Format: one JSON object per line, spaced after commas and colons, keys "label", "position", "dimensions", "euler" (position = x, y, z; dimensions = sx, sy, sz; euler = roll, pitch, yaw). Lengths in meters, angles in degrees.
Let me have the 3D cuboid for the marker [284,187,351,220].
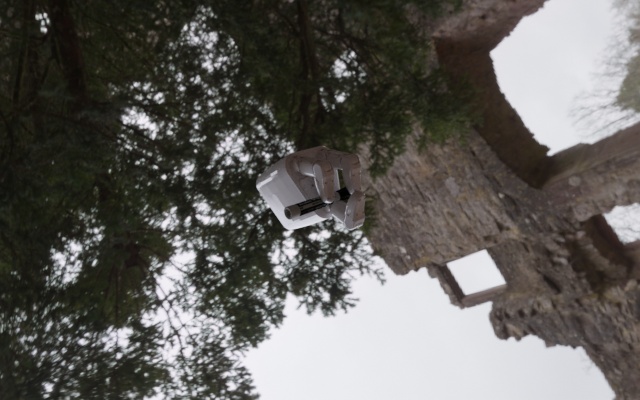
{"label": "marker", "position": [0.000, 0.002, 0.690], "dimensions": [0.121, 0.020, 0.020], "euler": [-19, 12, -38]}
